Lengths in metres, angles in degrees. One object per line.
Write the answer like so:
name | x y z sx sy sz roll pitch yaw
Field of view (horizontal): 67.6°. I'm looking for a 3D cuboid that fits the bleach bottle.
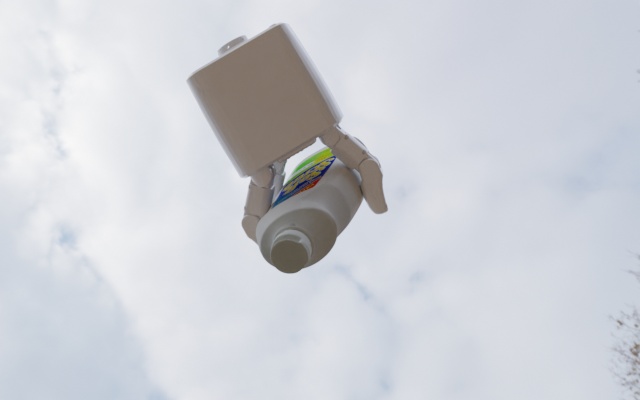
bleach bottle | 0.000 0.002 0.471 0.102 0.068 0.250 -26 12 15
